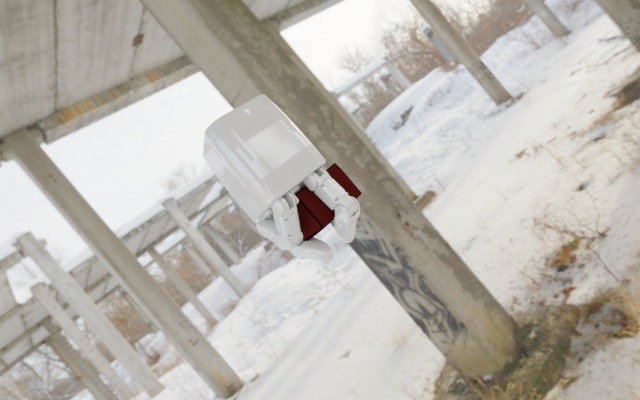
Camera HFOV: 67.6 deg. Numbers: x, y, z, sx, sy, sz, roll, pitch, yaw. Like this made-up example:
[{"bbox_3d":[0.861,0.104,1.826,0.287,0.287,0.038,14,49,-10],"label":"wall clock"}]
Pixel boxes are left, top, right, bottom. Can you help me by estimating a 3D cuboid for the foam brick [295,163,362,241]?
[{"bbox_3d":[0.000,0.002,0.571,0.078,0.051,0.053,-40,-1,-37],"label":"foam brick"}]
